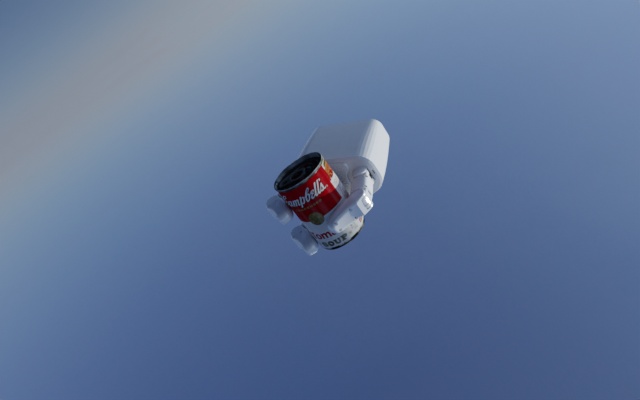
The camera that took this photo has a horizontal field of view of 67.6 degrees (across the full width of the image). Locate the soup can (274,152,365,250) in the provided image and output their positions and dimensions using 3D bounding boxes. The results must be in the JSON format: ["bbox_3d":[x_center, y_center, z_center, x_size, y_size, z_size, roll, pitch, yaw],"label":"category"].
[{"bbox_3d":[0.000,0.002,0.580,0.068,0.102,0.068,-29,27,16],"label":"soup can"}]
